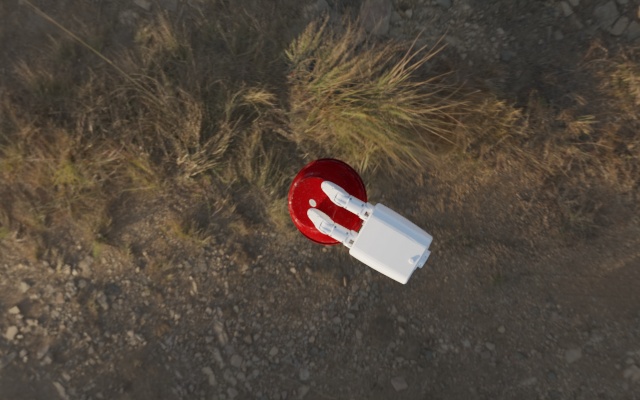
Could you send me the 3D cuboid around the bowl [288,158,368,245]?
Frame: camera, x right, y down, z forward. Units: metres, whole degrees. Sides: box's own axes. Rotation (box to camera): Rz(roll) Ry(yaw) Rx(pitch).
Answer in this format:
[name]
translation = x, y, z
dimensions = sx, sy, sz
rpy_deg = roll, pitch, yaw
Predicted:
[bowl]
translation = -0.001, 0.002, 0.859
dimensions = 0.162, 0.162, 0.055
rpy_deg = 0, 2, 27
